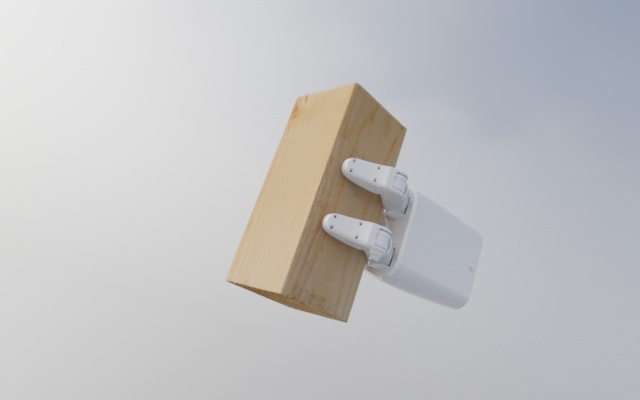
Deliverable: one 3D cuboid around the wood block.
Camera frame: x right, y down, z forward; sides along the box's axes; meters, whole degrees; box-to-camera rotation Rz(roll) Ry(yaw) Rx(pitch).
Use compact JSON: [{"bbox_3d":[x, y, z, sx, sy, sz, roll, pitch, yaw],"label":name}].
[{"bbox_3d":[0.000,0.002,0.473,0.090,0.206,0.091,33,-21,-37],"label":"wood block"}]
